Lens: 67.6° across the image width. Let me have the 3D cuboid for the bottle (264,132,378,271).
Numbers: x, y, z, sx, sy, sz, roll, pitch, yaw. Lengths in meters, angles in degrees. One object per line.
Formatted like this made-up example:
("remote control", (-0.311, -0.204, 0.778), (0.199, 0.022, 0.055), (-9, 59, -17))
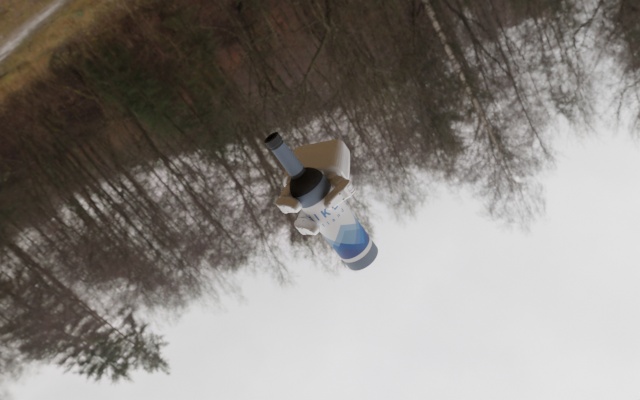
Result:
("bottle", (0.000, 0.003, 0.830), (0.069, 0.296, 0.069), (-28, 29, 17))
